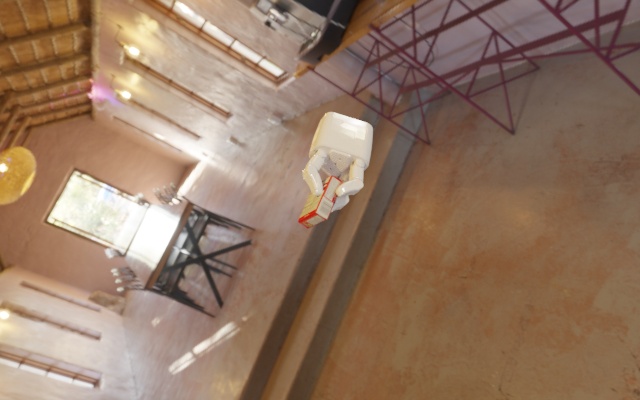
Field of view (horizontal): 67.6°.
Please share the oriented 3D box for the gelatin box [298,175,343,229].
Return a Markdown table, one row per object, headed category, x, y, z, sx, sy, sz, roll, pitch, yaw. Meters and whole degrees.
| category | x | y | z | sx | sy | sz | roll | pitch | yaw |
| --- | --- | --- | --- | --- | --- | --- | --- | --- | --- |
| gelatin box | 0.000 | 0.003 | 0.897 | 0.030 | 0.089 | 0.073 | 34 | -30 | -17 |
